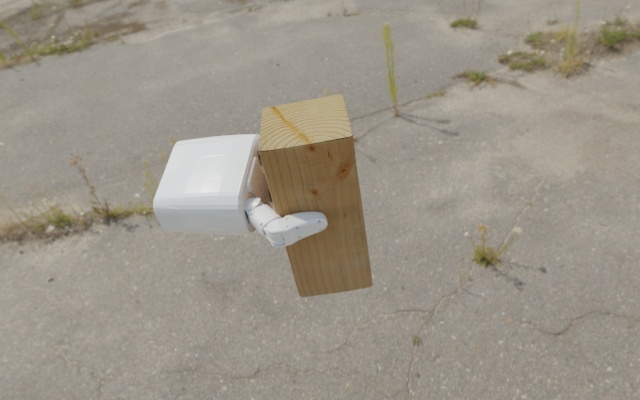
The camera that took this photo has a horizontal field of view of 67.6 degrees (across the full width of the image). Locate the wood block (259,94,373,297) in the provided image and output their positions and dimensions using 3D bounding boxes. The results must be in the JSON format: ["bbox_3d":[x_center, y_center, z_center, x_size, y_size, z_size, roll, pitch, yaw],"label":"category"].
[{"bbox_3d":[0.000,0.002,0.532,0.090,0.206,0.090,-9,38,3],"label":"wood block"}]
